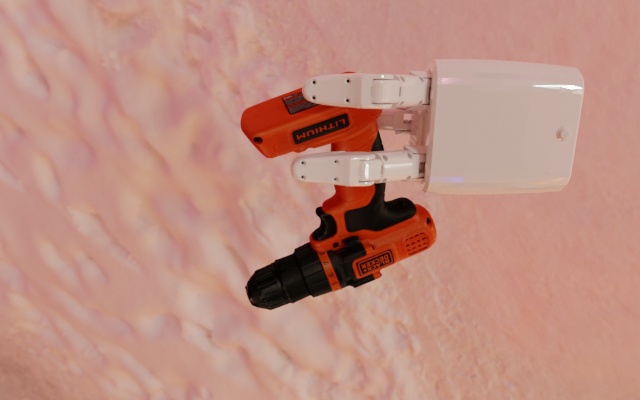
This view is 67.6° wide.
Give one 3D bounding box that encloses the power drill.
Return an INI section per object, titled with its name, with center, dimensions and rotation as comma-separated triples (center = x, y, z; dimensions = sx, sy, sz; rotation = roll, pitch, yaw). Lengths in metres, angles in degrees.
[power drill]
center = 0.000, 0.001, 0.404
dimensions = 0.184, 0.188, 0.057
rotation = -23, 37, -5
